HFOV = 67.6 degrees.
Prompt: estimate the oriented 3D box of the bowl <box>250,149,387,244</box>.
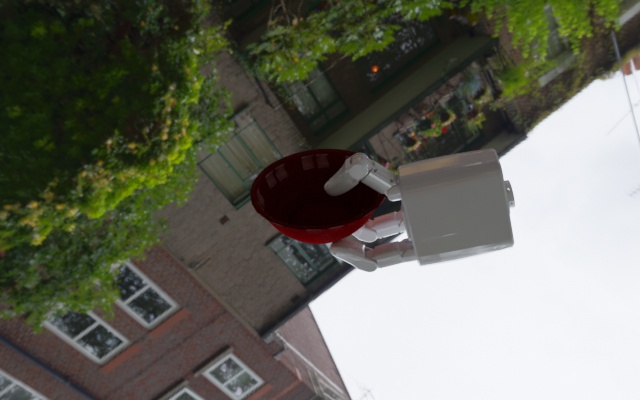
[{"bbox_3d":[-0.001,0.002,0.572,0.162,0.055,0.162,-4,37,3],"label":"bowl"}]
